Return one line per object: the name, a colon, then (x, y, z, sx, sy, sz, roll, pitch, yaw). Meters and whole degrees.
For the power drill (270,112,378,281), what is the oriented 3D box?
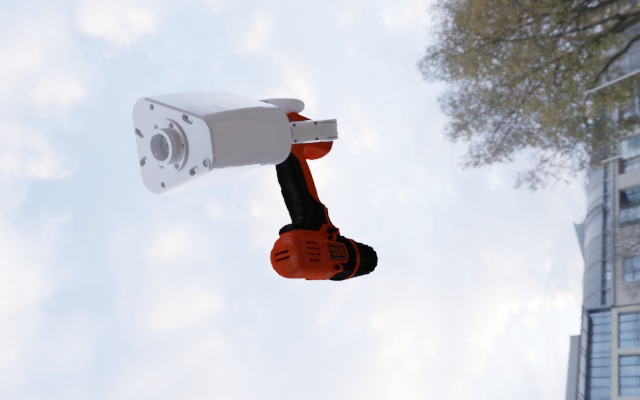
power drill: (0.000, 0.001, 0.557, 0.057, 0.187, 0.184, -23, -19, 28)
